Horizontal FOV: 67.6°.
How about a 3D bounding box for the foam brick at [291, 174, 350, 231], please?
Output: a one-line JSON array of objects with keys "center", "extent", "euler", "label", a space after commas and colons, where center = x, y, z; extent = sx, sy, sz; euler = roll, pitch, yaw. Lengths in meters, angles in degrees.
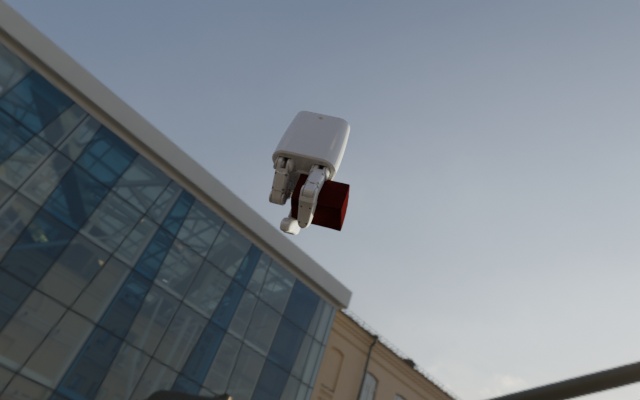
[{"center": [0.000, 0.002, 0.703], "extent": [0.078, 0.051, 0.053], "euler": [14, -40, 10], "label": "foam brick"}]
